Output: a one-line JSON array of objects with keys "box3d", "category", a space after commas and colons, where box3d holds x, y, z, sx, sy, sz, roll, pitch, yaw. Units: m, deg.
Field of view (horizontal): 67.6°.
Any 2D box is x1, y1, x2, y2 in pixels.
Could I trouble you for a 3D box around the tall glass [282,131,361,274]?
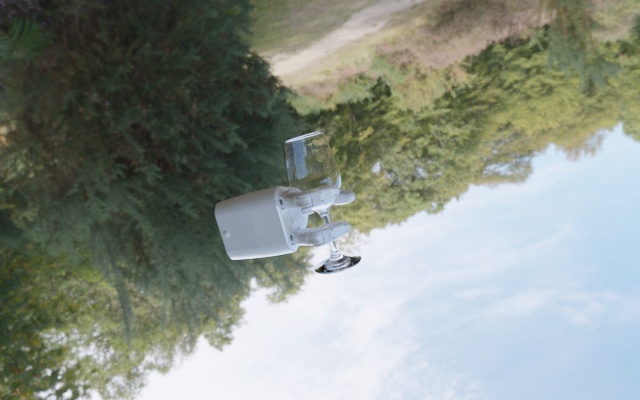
[{"box3d": [0.000, 0.003, 0.707, 0.079, 0.201, 0.079, -15, 11, 3], "category": "tall glass"}]
